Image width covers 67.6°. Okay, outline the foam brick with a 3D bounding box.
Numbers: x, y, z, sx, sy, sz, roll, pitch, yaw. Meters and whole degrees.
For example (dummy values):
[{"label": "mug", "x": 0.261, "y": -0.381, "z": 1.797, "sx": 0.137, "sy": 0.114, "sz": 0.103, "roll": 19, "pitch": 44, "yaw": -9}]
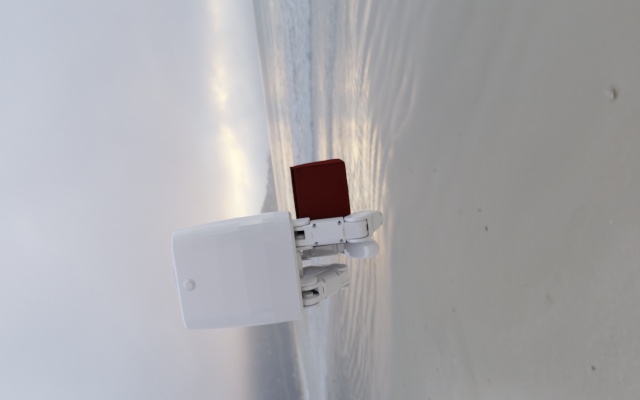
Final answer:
[{"label": "foam brick", "x": 0.000, "y": 0.001, "z": 0.460, "sx": 0.051, "sy": 0.078, "sz": 0.053, "roll": -7, "pitch": 7, "yaw": -3}]
